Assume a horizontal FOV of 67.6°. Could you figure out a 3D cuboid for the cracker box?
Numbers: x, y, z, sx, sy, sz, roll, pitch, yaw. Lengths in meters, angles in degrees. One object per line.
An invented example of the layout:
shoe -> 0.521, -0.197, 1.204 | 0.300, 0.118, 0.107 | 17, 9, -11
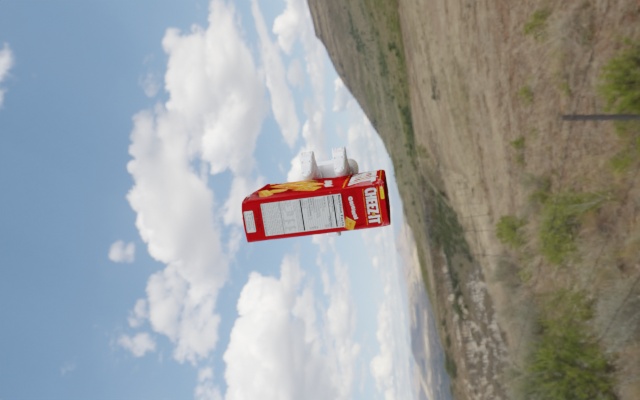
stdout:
cracker box -> 0.000, 0.003, 0.756 | 0.214, 0.072, 0.164 | -8, 9, 9
